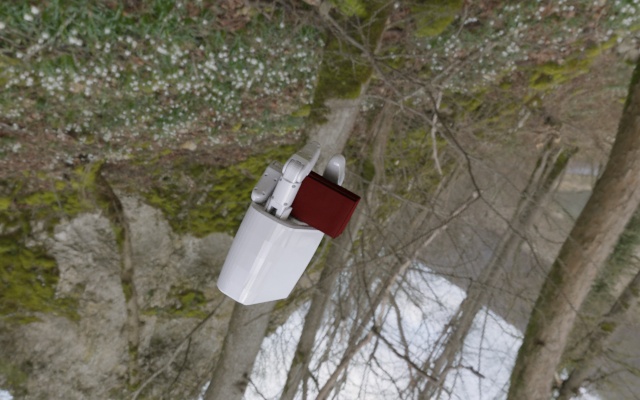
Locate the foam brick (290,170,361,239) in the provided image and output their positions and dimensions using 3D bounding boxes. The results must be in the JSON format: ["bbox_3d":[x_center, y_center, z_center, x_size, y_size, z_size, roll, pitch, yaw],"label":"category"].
[{"bbox_3d":[0.000,0.002,0.552,0.078,0.051,0.053,29,8,9],"label":"foam brick"}]
